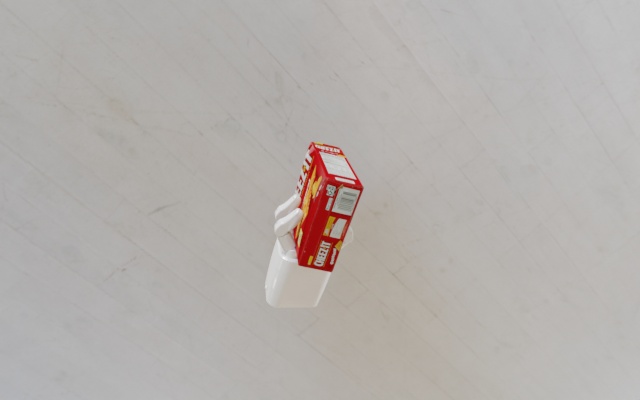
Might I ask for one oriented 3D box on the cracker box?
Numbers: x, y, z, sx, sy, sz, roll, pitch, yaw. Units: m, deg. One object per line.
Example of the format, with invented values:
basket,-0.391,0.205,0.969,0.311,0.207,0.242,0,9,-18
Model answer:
cracker box,0.000,0.003,0.867,0.072,0.164,0.213,13,21,-14
